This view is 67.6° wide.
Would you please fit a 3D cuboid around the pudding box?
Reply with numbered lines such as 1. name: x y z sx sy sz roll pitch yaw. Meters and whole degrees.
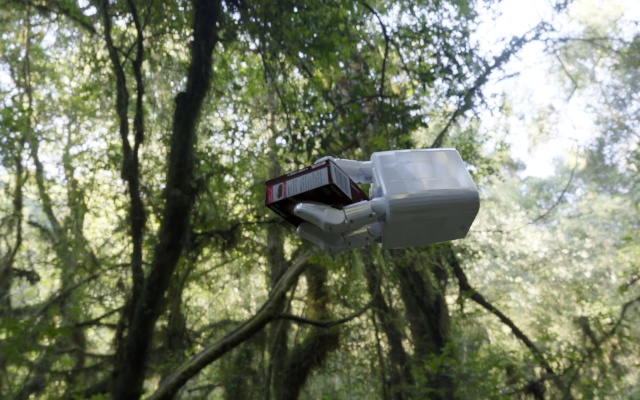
1. pudding box: 0.000 0.002 0.577 0.090 0.039 0.113 -19 -35 23
